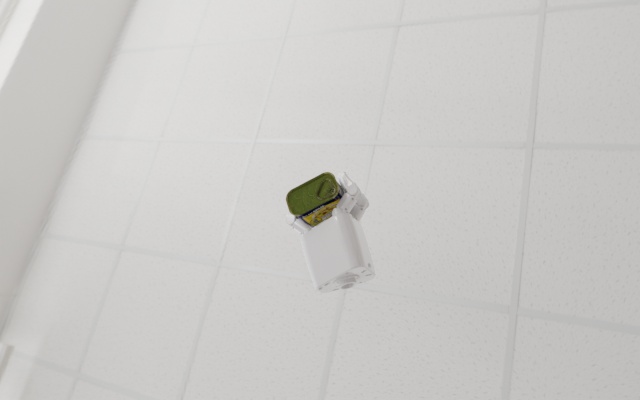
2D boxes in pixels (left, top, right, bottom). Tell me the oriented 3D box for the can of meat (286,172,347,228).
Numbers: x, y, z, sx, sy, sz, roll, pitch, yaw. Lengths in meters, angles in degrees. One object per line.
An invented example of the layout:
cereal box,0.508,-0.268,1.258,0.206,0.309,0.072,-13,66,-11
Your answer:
can of meat,0.000,0.003,0.894,0.102,0.057,0.084,-27,-31,12
